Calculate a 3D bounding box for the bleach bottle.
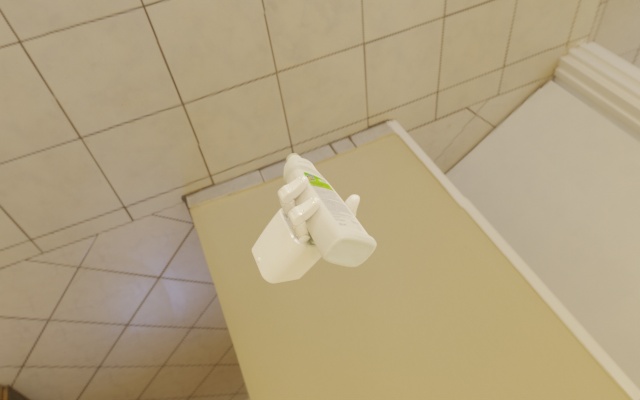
[{"bbox_3d":[0.000,0.003,0.860,0.102,0.068,0.250,18,30,-42],"label":"bleach bottle"}]
